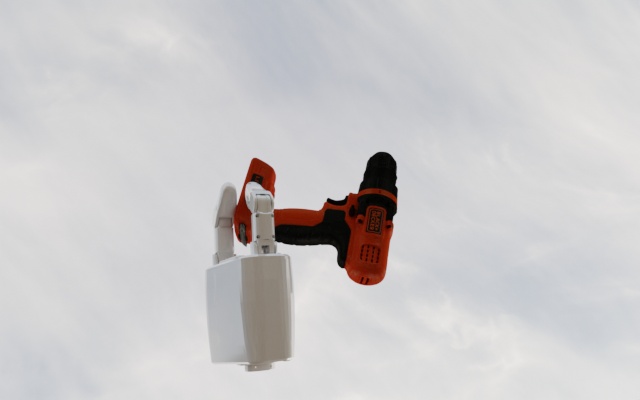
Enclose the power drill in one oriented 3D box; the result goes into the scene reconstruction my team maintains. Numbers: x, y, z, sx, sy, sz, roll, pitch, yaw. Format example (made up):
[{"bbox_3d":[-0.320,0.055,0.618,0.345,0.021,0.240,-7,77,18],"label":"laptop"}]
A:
[{"bbox_3d":[0.000,0.002,0.582,0.187,0.184,0.057,10,-35,4],"label":"power drill"}]
